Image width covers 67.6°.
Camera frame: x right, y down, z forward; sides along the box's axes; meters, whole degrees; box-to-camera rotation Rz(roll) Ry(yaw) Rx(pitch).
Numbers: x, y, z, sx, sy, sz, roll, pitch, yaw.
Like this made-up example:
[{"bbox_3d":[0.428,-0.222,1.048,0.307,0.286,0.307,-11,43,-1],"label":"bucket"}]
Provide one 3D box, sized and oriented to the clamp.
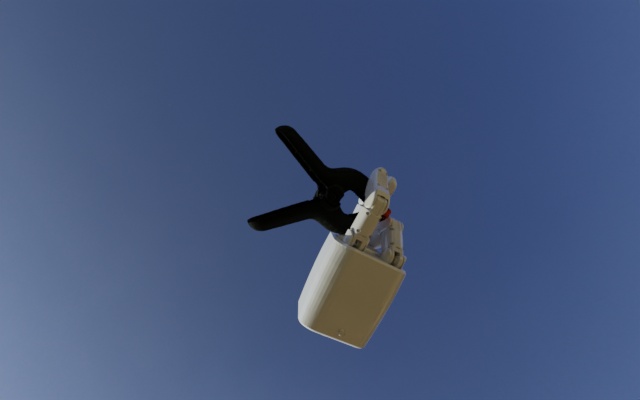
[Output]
[{"bbox_3d":[0.000,0.002,0.557,0.171,0.120,0.039,27,2,-20],"label":"clamp"}]
